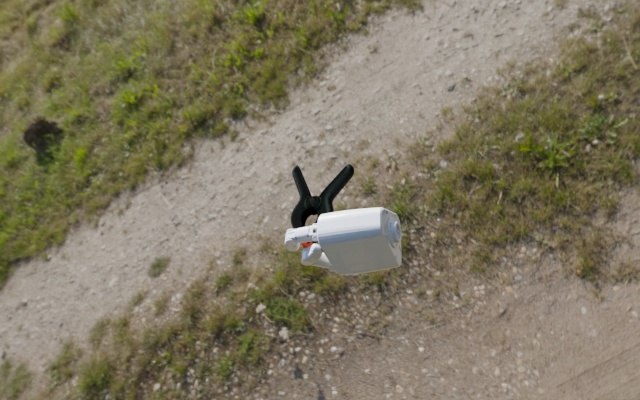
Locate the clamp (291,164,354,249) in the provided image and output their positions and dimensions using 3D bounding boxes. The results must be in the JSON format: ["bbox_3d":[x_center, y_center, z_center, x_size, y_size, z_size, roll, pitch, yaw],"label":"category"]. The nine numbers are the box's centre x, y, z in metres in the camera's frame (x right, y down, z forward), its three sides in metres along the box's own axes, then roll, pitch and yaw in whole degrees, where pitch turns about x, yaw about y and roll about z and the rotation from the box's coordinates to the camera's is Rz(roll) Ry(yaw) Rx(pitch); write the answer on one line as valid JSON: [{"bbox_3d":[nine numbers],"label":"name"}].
[{"bbox_3d":[0.000,0.003,0.850,0.120,0.171,0.039,-10,-30,24],"label":"clamp"}]
